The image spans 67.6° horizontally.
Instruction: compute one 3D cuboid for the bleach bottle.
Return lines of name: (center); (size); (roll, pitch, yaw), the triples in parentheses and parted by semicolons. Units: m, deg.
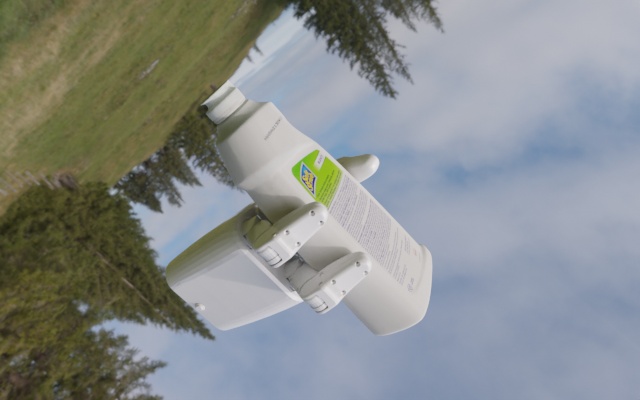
bleach bottle: (0.000, 0.001, 0.409); (0.068, 0.251, 0.102); (-30, 23, 30)
